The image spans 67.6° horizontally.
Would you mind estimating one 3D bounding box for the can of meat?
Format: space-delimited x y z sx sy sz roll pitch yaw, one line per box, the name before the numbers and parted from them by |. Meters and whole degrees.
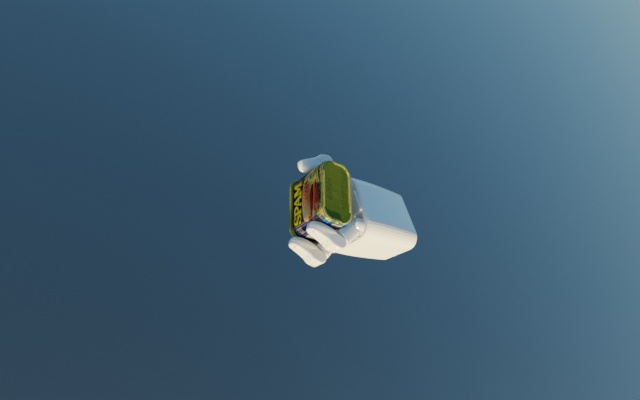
can of meat | 0.000 0.002 0.700 0.057 0.102 0.084 17 -31 -32
